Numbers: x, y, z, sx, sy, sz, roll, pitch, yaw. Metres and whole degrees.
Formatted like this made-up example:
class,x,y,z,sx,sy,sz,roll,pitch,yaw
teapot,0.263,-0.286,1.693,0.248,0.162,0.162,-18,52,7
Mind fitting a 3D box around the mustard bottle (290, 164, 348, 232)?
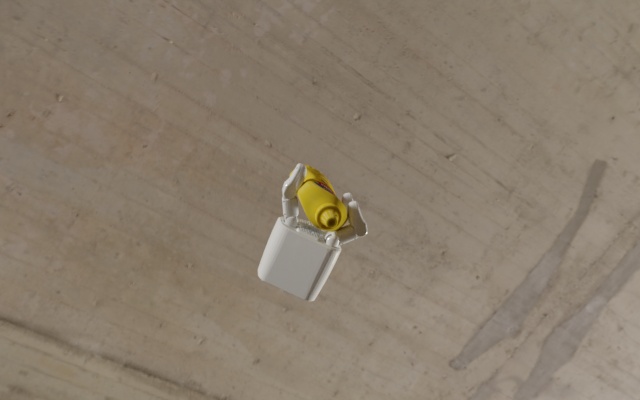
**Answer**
class,x,y,z,sx,sy,sz,roll,pitch,yaw
mustard bottle,0.000,0.002,0.794,0.058,0.096,0.191,-42,21,6
